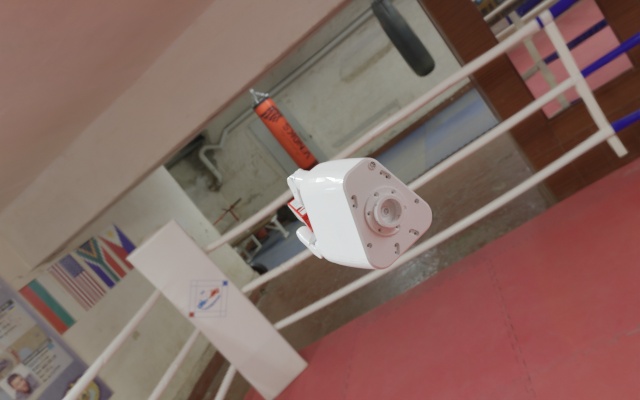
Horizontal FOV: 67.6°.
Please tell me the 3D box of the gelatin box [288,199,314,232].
[{"bbox_3d":[0.000,0.002,0.654,0.073,0.030,0.089,-37,19,-6],"label":"gelatin box"}]
